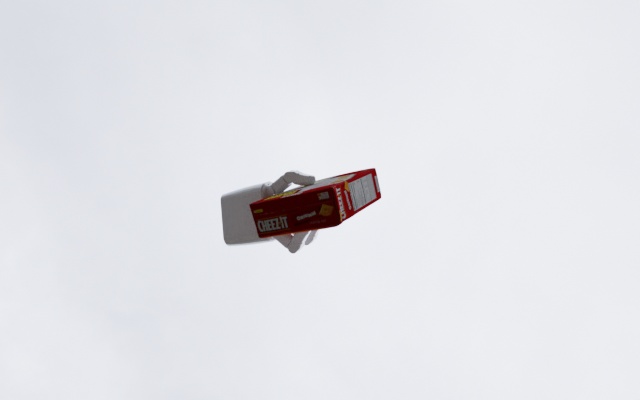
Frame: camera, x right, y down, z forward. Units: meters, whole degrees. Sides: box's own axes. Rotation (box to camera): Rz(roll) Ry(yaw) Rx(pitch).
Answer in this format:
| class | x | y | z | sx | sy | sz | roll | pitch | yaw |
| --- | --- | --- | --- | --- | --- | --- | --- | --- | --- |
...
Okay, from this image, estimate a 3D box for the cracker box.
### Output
| class | x | y | z | sx | sy | sz | roll | pitch | yaw |
| --- | --- | --- | --- | --- | --- | --- | --- | --- | --- |
| cracker box | 0.000 | 0.003 | 0.873 | 0.164 | 0.072 | 0.213 | -12 | 7 | 27 |
